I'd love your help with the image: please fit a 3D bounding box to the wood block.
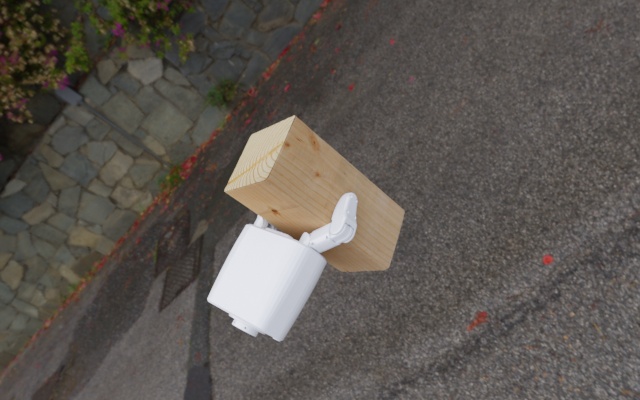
[{"bbox_3d":[0.000,0.002,0.593,0.206,0.090,0.091,38,-31,-31],"label":"wood block"}]
